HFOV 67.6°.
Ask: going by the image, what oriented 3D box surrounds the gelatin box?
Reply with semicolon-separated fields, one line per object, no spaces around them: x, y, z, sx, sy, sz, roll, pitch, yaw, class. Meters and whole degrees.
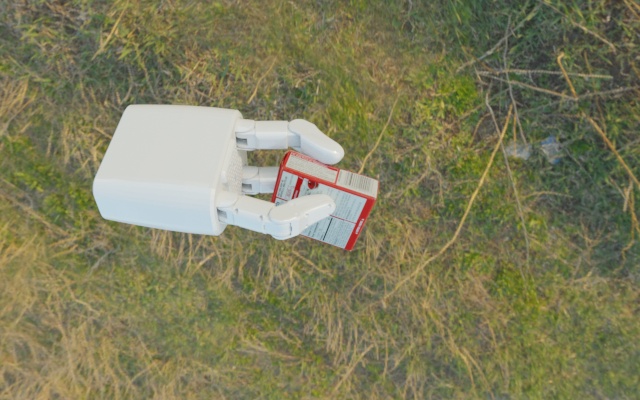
0.000;0.002;0.438;0.089;0.073;0.030;19;42;-1;gelatin box
